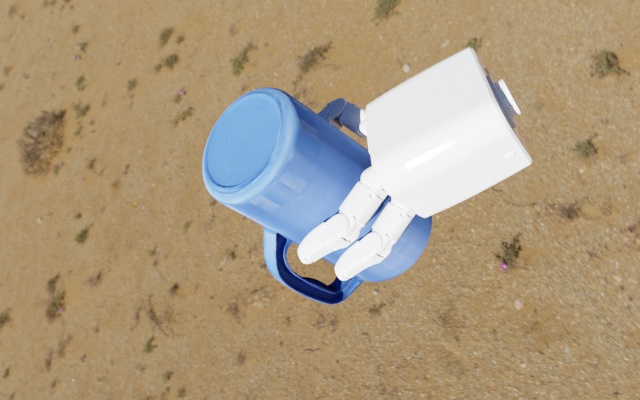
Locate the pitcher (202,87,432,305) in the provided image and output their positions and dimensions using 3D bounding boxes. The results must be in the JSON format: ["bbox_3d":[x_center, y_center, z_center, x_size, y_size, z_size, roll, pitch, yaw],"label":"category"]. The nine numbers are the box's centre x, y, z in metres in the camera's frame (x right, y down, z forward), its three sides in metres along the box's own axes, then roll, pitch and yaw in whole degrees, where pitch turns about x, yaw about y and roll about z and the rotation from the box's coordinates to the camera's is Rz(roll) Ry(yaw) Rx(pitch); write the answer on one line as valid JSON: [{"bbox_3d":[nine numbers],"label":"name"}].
[{"bbox_3d":[0.000,0.001,0.481,0.145,0.149,0.243,-28,-35,26],"label":"pitcher"}]
